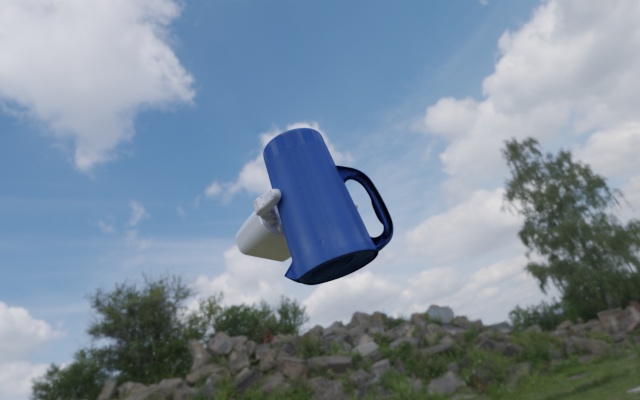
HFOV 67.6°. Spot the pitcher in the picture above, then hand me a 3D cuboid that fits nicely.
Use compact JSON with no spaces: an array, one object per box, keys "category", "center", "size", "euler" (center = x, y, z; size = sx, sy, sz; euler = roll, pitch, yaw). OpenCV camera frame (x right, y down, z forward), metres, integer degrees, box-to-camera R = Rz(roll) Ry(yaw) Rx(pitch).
[{"category":"pitcher","center":[0.000,0.003,0.777],"size":[0.149,0.242,0.145],"euler":[-3,-28,-38]}]
